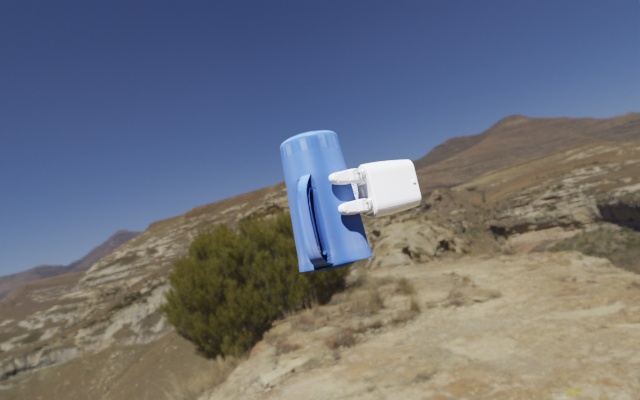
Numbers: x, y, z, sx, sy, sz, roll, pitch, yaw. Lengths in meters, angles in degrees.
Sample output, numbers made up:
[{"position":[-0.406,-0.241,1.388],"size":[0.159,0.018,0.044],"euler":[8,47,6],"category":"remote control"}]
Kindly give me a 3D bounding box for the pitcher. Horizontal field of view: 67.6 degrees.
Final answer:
[{"position":[0.000,0.003,0.850],"size":[0.145,0.243,0.149],"euler":[-11,-6,-25],"category":"pitcher"}]
